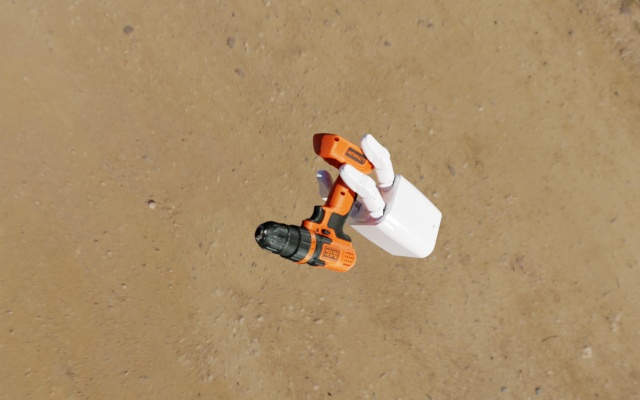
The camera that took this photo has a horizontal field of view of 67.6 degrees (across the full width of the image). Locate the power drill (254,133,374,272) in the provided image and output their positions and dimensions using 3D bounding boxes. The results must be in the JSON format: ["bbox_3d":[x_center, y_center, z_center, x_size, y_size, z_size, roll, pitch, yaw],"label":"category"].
[{"bbox_3d":[0.000,0.002,0.689,0.057,0.187,0.184,14,-7,45],"label":"power drill"}]
